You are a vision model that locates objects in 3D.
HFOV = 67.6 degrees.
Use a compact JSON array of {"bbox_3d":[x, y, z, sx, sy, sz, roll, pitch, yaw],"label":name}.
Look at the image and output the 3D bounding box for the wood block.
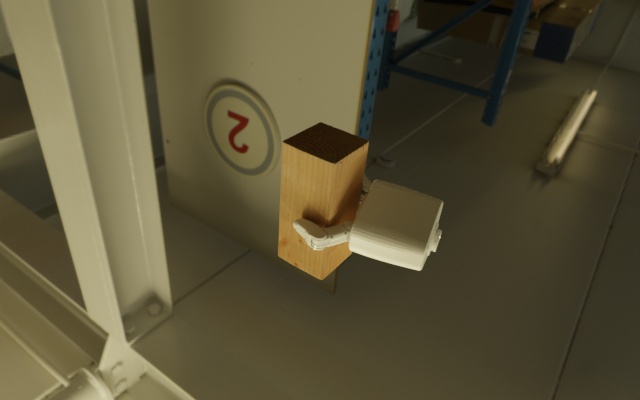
[{"bbox_3d":[0.000,0.003,0.714,0.090,0.206,0.090,26,39,27],"label":"wood block"}]
